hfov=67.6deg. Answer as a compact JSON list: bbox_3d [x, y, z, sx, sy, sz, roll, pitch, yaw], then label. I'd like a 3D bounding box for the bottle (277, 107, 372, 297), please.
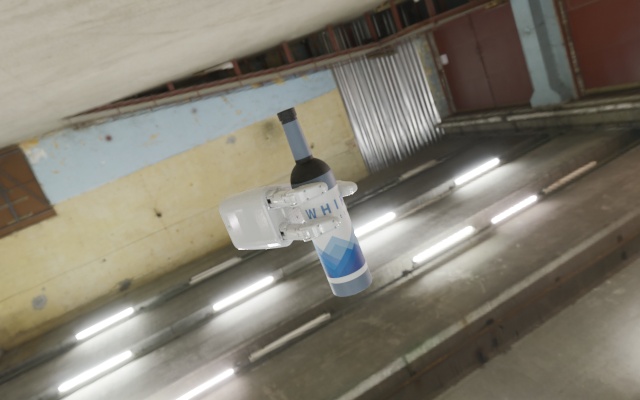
[{"bbox_3d":[0.000,0.003,0.728,0.069,0.296,0.069,-20,13,5],"label":"bottle"}]
